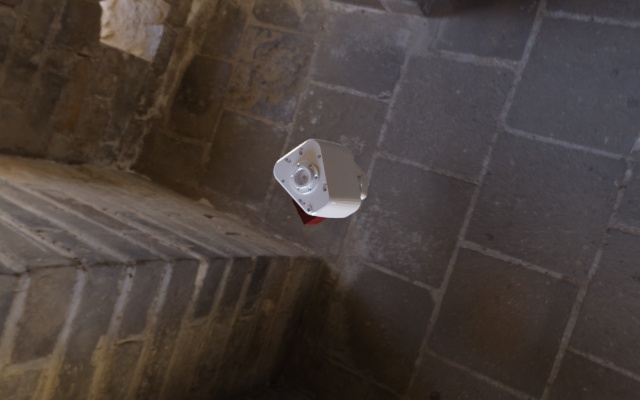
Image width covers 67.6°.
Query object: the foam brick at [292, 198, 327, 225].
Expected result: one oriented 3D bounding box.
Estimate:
[{"bbox_3d":[0.000,0.003,0.838,0.078,0.053,0.051,-33,-14,23],"label":"foam brick"}]
